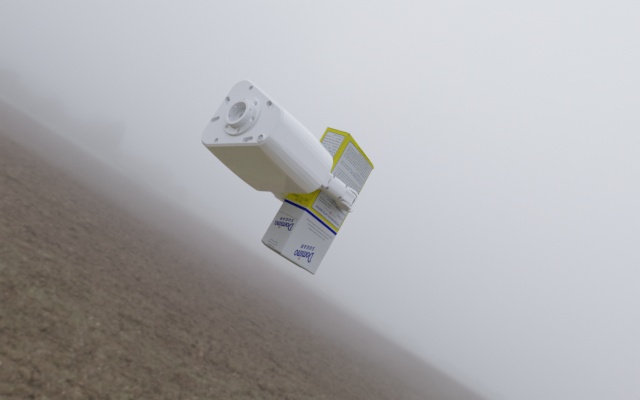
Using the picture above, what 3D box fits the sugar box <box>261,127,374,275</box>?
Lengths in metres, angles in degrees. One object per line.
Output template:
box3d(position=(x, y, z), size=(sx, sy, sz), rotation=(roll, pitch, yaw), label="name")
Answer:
box3d(position=(0.000, 0.002, 0.635), size=(0.048, 0.176, 0.093), rotation=(26, -11, 37), label="sugar box")
